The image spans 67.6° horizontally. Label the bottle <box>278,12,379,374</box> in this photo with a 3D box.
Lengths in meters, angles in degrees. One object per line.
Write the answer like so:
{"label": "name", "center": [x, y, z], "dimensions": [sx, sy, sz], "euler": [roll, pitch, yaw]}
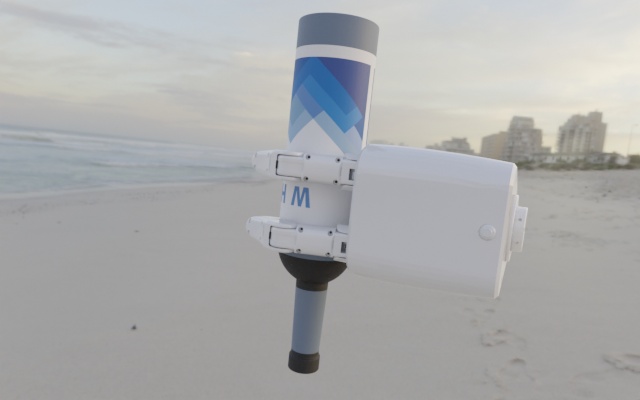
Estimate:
{"label": "bottle", "center": [0.000, 0.001, 0.406], "dimensions": [0.069, 0.296, 0.069], "euler": [6, 6, -1]}
